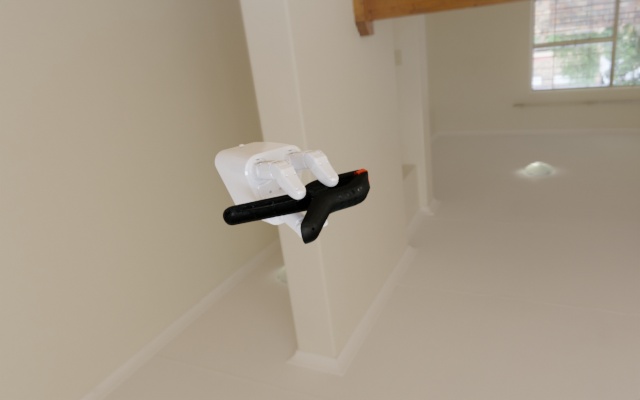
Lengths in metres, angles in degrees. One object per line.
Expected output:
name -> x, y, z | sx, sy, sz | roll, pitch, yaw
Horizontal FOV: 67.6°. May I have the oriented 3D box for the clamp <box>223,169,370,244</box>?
clamp -> 0.000, 0.003, 0.623 | 0.210, 0.036, 0.164 | -21, 22, -34
